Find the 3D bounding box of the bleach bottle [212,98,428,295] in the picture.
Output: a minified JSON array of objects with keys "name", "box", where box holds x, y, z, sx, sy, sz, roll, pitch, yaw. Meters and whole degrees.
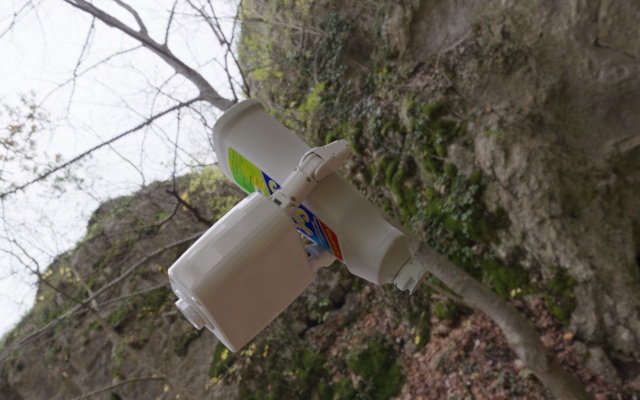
[{"name":"bleach bottle","box":[0.000,0.002,0.484,0.250,0.068,0.103,37,-27,21]}]
